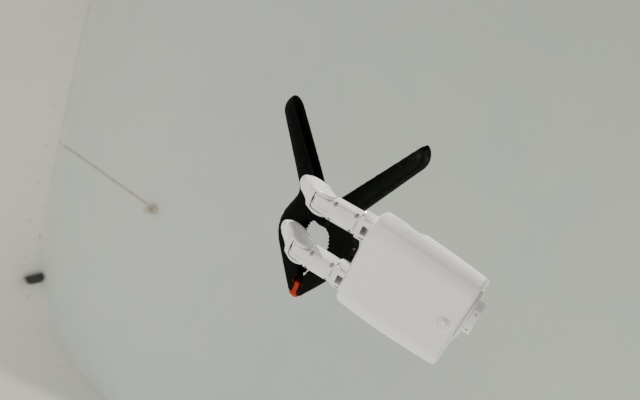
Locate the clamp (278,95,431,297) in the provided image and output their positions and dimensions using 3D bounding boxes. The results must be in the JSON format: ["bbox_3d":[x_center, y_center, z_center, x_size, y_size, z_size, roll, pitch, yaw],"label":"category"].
[{"bbox_3d":[0.000,0.002,0.507,0.164,0.210,0.036,33,20,22],"label":"clamp"}]
